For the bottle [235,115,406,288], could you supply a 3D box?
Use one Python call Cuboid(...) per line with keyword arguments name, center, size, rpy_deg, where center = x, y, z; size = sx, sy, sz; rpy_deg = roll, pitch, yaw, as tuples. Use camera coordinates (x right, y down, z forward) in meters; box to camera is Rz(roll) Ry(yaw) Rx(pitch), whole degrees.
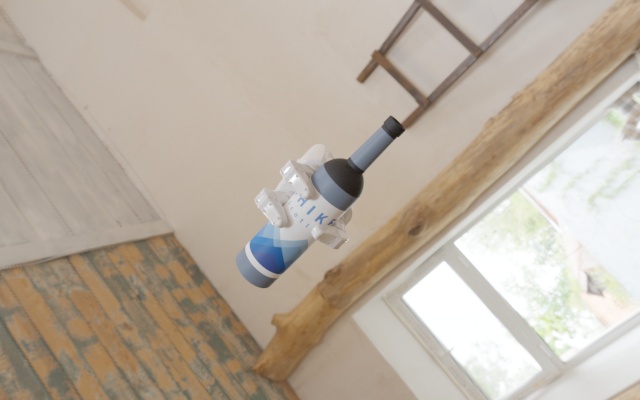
Cuboid(name="bottle", center=(0.000, 0.002, 0.645), size=(0.296, 0.069, 0.069), rpy_deg=(-46, -19, 19))
